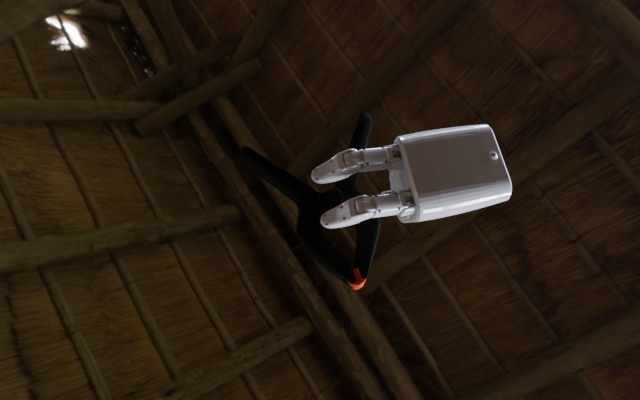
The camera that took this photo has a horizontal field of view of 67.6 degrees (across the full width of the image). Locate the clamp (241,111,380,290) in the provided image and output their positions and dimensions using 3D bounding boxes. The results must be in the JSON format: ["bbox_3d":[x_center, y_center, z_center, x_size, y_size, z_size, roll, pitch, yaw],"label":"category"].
[{"bbox_3d":[0.000,0.003,0.551,0.164,0.210,0.036,-11,-20,-2],"label":"clamp"}]
